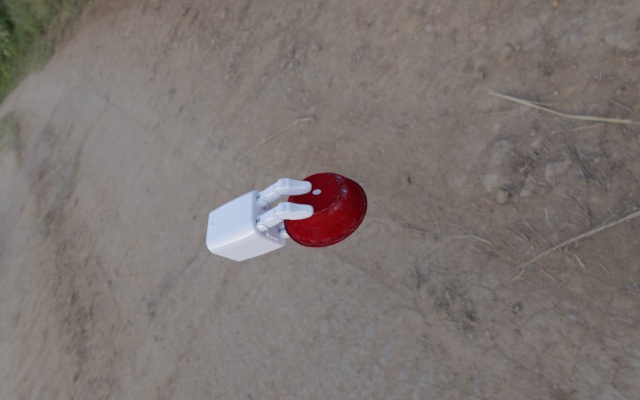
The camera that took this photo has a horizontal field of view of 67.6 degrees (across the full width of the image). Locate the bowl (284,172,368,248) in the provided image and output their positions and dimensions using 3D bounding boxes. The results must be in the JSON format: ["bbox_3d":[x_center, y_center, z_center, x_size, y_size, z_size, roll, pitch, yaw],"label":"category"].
[{"bbox_3d":[0.001,0.002,0.855,0.162,0.162,0.055,0,-37,22],"label":"bowl"}]
